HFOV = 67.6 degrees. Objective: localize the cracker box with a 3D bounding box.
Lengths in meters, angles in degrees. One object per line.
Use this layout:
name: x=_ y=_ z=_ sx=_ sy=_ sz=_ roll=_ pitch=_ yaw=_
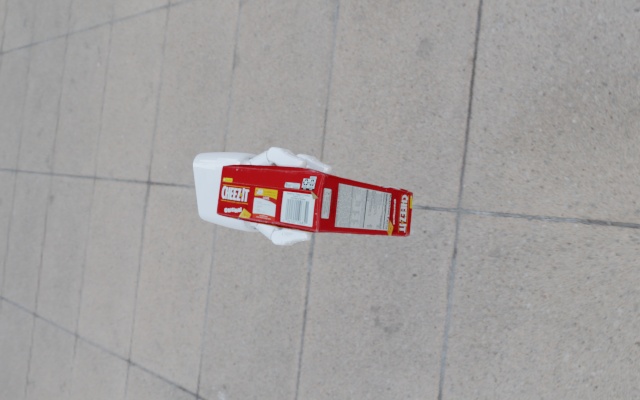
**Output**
cracker box: x=0.000 y=0.002 z=0.627 sx=0.164 sy=0.072 sz=0.214 roll=7 pitch=0 yaw=38
